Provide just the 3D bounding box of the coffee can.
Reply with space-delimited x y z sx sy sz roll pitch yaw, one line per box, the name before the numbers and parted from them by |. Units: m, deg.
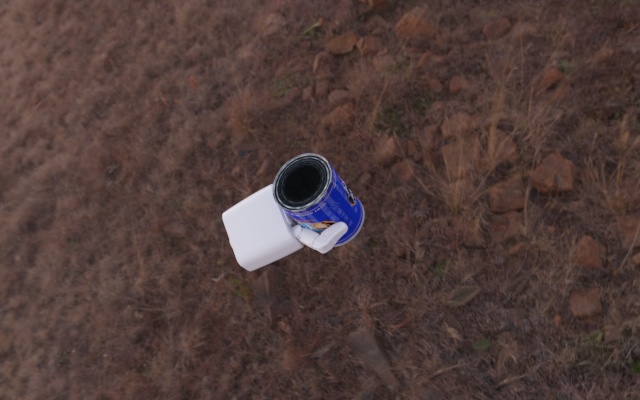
coffee can | 0.000 0.003 0.784 0.103 0.102 0.140 0 -27 28
